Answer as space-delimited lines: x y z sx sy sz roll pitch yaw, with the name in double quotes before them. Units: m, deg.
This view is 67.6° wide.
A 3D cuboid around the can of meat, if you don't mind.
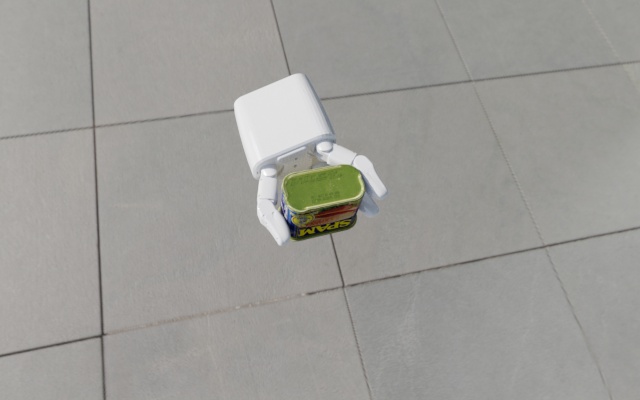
"can of meat" 0.000 0.002 0.586 0.102 0.057 0.084 -12 -25 -12
